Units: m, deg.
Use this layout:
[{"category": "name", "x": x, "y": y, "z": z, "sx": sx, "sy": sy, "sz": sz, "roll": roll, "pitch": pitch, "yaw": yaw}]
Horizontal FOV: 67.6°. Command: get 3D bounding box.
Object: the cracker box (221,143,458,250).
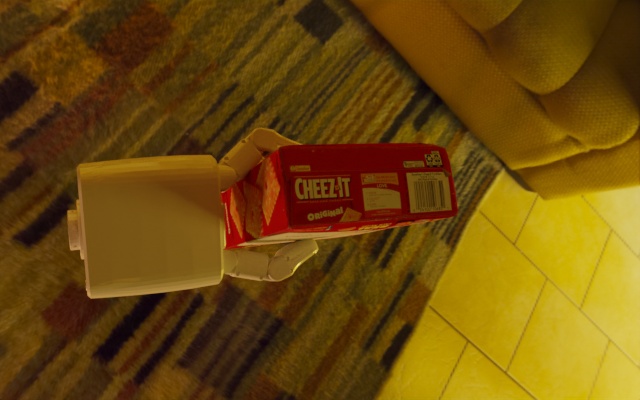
[{"category": "cracker box", "x": 0.000, "y": 0.002, "z": 0.477, "sx": 0.164, "sy": 0.072, "sz": 0.214, "roll": -4, "pitch": -7, "yaw": -26}]
